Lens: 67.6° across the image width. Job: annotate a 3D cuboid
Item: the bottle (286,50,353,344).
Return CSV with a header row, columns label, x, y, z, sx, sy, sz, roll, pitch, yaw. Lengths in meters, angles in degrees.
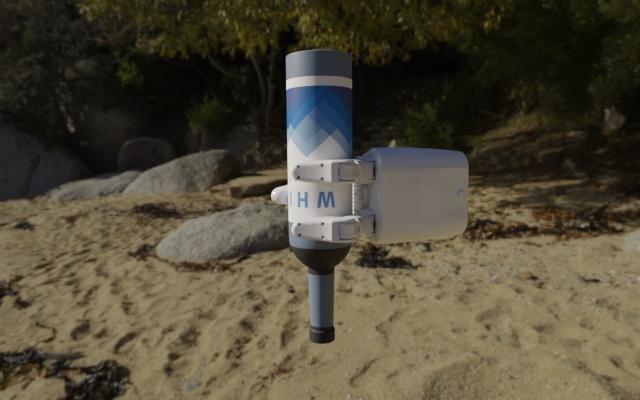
label,x,y,z,sx,sy,sz,roll,pitch,yaw
bottle,0.000,0.001,0.495,0.069,0.296,0.069,-1,5,0
